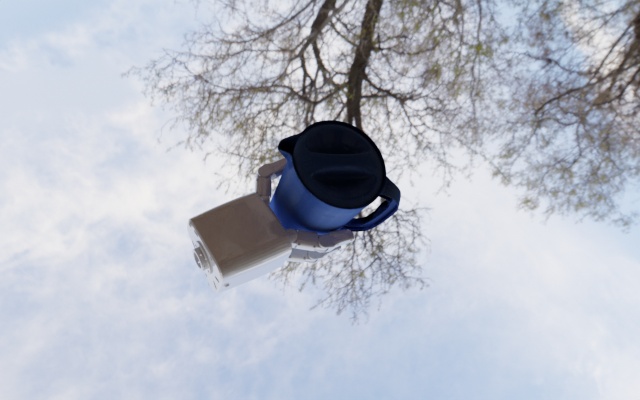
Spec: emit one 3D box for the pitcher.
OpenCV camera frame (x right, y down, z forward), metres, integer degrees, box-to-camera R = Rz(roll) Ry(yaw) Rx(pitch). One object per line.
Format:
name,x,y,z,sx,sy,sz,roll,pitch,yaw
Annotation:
pitcher,0.000,0.002,0.724,0.145,0.149,0.243,-22,-15,-27
